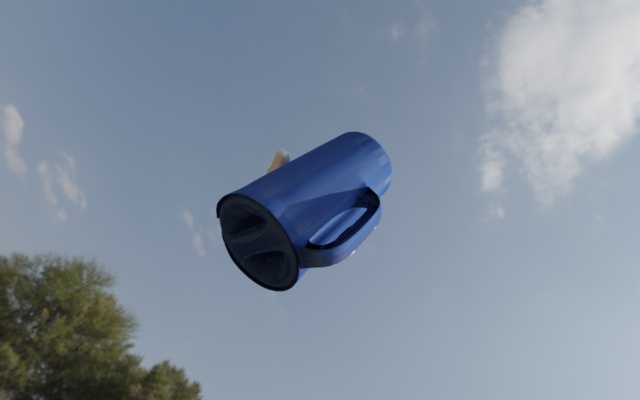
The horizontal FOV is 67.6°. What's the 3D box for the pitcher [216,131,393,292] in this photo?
[{"bbox_3d":[0.000,0.002,0.626,0.242,0.149,0.145,-37,-8,-40],"label":"pitcher"}]
